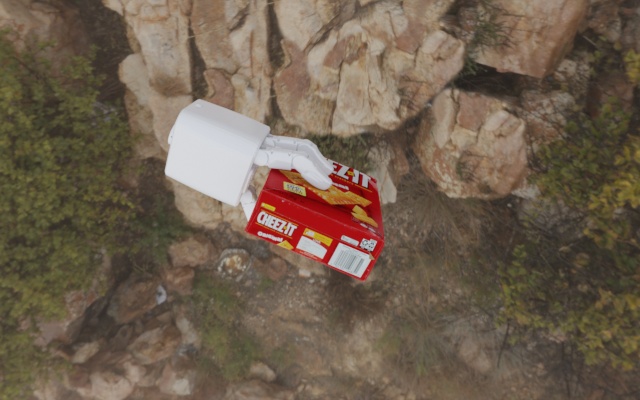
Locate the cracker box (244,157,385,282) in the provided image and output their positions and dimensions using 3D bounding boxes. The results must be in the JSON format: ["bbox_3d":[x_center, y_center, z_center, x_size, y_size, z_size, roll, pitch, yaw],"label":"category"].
[{"bbox_3d":[0.000,0.002,0.665,0.164,0.072,0.213,23,23,-6],"label":"cracker box"}]
